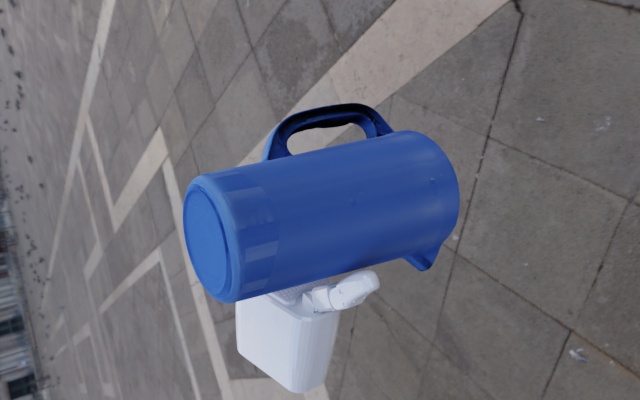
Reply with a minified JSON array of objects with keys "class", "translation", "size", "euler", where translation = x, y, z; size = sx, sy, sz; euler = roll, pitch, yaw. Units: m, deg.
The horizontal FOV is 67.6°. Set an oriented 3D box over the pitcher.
[{"class":"pitcher","translation":[0.000,0.002,0.453],"size":[0.243,0.145,0.149],"euler":[-12,35,-34]}]
